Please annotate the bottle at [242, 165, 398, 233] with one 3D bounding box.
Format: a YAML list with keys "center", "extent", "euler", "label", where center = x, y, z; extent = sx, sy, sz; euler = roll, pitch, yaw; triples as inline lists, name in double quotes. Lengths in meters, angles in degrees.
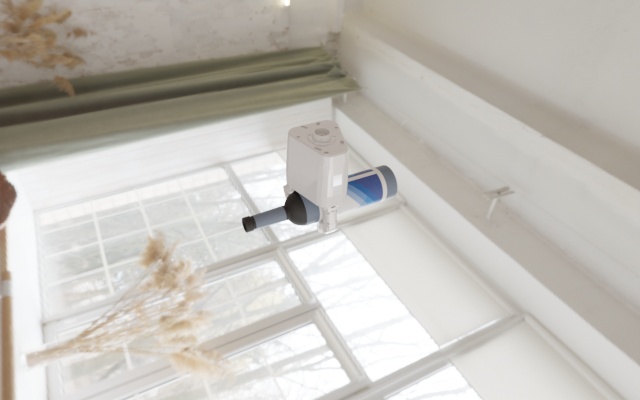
- center: [0.000, 0.003, 0.870]
  extent: [0.295, 0.069, 0.069]
  euler: [-17, 7, -22]
  label: "bottle"
